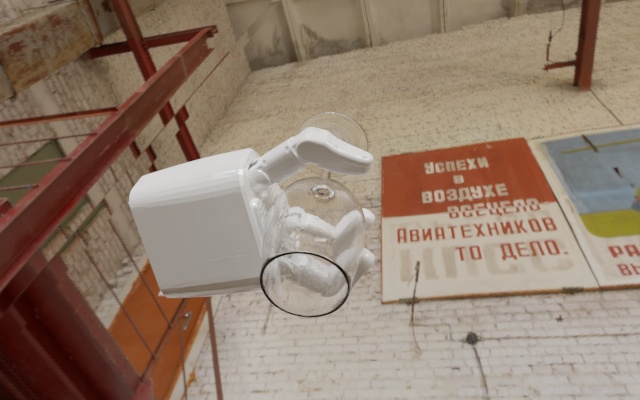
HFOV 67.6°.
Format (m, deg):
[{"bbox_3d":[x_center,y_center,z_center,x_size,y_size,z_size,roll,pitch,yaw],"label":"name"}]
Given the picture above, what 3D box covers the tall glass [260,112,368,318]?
[{"bbox_3d":[0.000,0.001,0.401,0.079,0.079,0.201,0,34,7],"label":"tall glass"}]
